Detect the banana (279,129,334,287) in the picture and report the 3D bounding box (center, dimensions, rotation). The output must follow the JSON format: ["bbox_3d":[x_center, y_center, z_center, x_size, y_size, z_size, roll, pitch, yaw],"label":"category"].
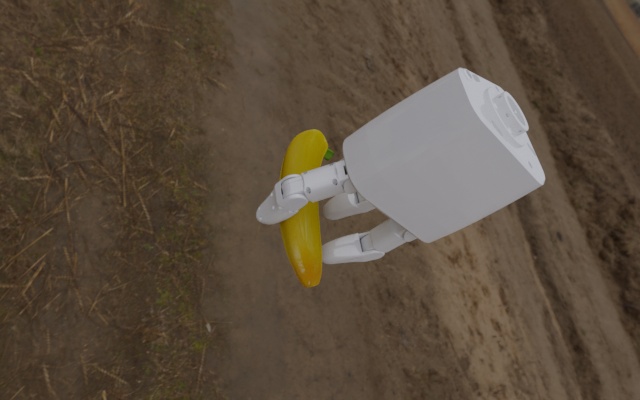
[{"bbox_3d":[-0.012,-0.012,0.458,0.037,0.197,0.070,-29,-58,30],"label":"banana"}]
